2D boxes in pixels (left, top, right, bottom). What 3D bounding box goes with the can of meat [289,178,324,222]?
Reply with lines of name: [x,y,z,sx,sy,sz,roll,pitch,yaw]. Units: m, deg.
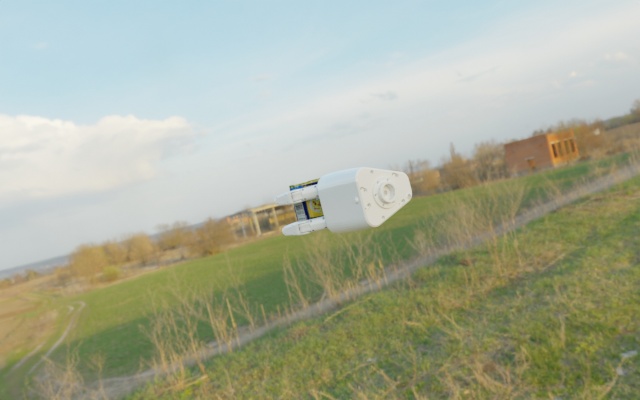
can of meat: [0.000,0.002,0.854,0.102,0.084,0.057,-15,2,-29]
